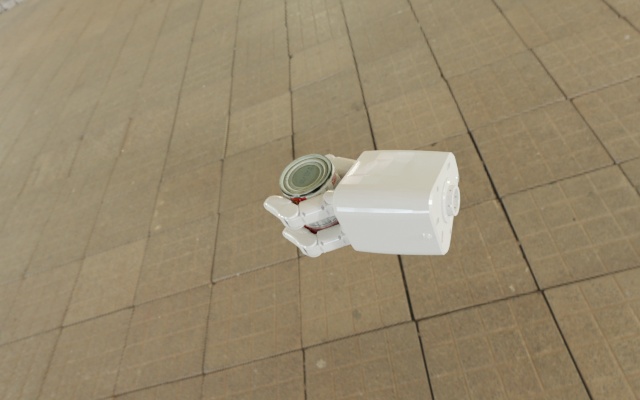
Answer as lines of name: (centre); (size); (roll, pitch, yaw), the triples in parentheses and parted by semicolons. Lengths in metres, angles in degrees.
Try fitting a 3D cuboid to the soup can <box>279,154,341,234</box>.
soup can: (0.000, 0.002, 0.581); (0.068, 0.068, 0.102); (0, -40, 28)
